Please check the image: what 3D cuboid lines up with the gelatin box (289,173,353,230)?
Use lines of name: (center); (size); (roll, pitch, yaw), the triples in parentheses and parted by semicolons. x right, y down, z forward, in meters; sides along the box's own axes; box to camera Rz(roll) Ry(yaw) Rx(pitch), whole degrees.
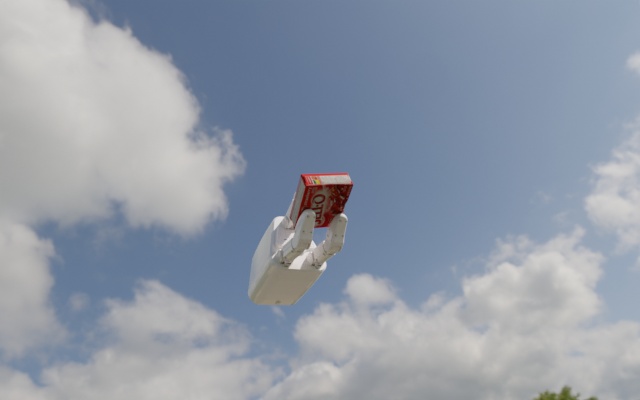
gelatin box: (0.000, 0.002, 0.696); (0.073, 0.089, 0.030); (-2, 44, -22)
